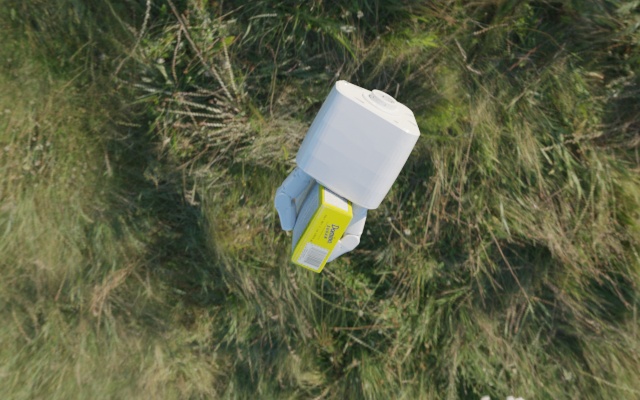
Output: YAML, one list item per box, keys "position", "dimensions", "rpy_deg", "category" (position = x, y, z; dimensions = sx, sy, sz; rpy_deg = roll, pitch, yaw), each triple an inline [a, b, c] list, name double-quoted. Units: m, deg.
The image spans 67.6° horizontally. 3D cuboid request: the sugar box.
- position: [0.001, 0.002, 0.624]
  dimensions: [0.048, 0.093, 0.176]
  rpy_deg: [24, 29, -11]
  category: "sugar box"
